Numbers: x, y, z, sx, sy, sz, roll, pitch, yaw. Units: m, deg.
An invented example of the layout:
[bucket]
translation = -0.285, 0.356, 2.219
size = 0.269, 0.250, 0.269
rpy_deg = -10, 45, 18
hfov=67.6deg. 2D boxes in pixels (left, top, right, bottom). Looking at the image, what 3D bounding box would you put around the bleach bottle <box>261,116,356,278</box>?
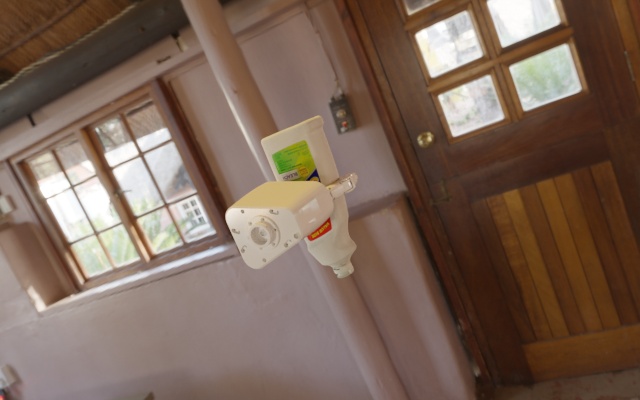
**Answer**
[bleach bottle]
translation = 0.000, 0.002, 0.751
size = 0.102, 0.251, 0.068
rpy_deg = -18, 10, 26
